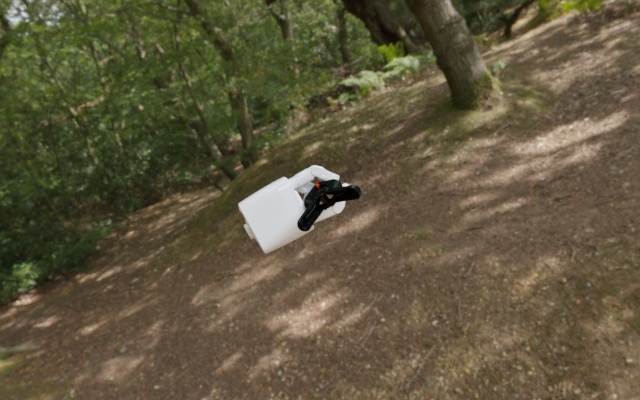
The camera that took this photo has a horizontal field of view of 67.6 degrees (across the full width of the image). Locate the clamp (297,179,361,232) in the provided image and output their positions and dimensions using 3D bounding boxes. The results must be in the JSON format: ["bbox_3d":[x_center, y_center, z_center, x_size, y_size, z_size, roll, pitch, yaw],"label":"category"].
[{"bbox_3d":[0.000,0.002,0.853,0.120,0.039,0.171,-29,12,-7],"label":"clamp"}]
